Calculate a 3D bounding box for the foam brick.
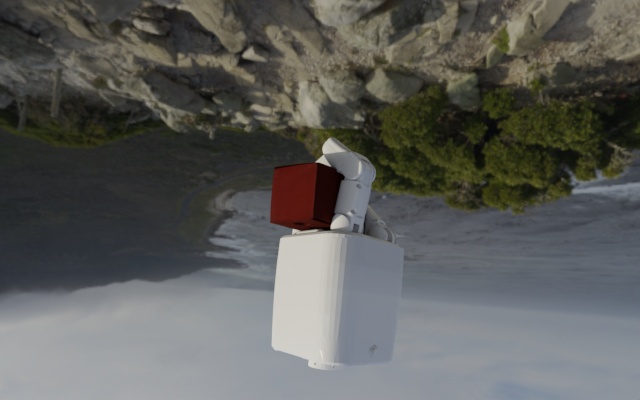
[{"bbox_3d":[0.000,0.001,0.434,0.053,0.051,0.078,-4,-15,40],"label":"foam brick"}]
